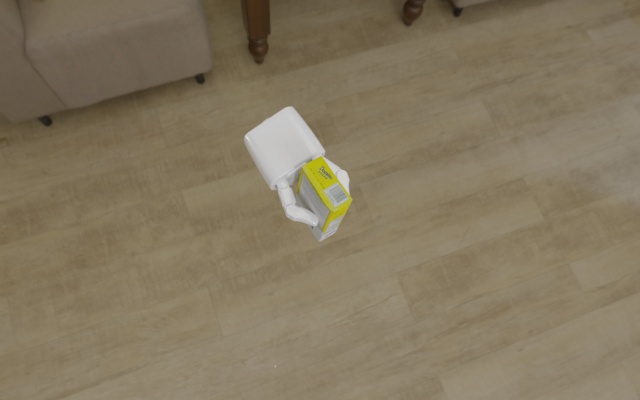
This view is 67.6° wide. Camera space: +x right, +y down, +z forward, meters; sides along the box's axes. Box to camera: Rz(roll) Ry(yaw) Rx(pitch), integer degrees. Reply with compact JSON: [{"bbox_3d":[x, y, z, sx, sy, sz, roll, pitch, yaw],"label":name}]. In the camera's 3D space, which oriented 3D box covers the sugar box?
[{"bbox_3d":[0.001,0.002,0.834,0.048,0.093,0.176,-30,-13,-14],"label":"sugar box"}]
